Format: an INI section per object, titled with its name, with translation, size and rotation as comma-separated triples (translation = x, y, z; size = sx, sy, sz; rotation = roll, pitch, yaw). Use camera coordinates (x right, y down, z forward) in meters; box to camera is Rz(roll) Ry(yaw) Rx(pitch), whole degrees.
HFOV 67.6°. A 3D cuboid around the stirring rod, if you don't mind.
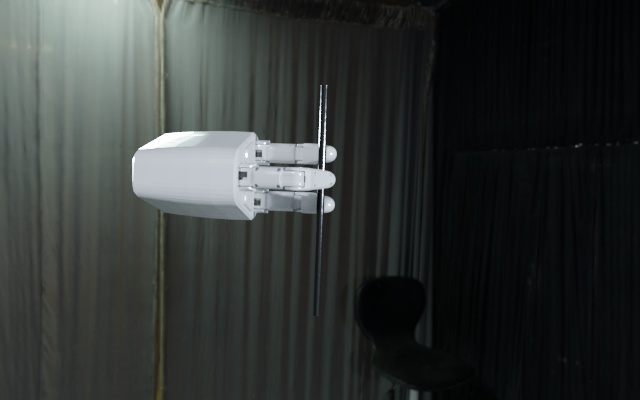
[stirring rod]
translation = 0.000, 0.002, 0.500
size = 0.011, 0.239, 0.011
rotation = 2, 3, 0
